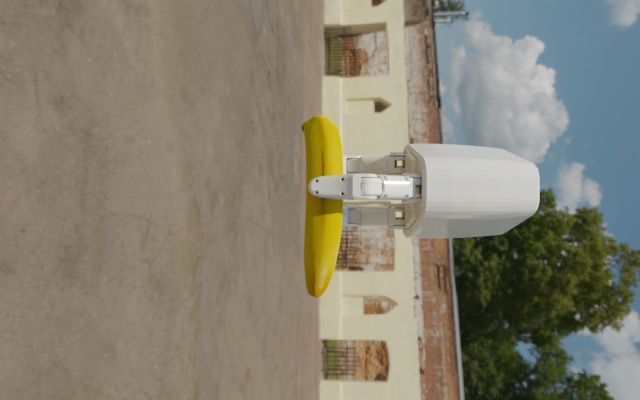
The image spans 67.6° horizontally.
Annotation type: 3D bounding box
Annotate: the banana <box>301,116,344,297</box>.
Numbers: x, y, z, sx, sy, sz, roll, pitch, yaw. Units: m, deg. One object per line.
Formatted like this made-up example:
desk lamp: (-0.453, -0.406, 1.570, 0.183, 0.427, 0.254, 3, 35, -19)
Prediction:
banana: (0.002, -0.010, 0.464, 0.037, 0.197, 0.070, 2, -26, -6)
